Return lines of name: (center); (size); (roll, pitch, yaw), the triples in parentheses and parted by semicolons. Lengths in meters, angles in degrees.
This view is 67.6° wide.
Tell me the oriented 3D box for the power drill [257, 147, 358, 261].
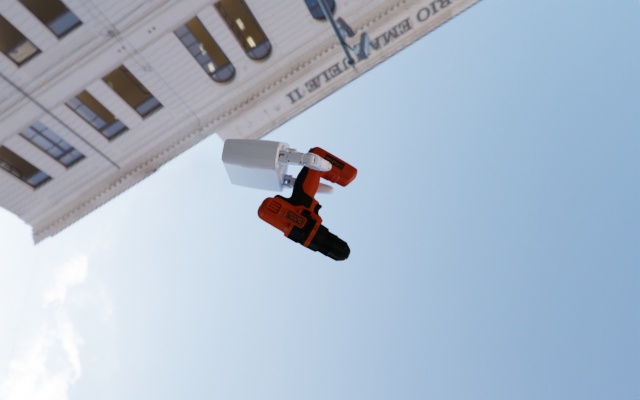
power drill: (0.000, 0.002, 0.892); (0.184, 0.187, 0.057); (31, -32, -3)
